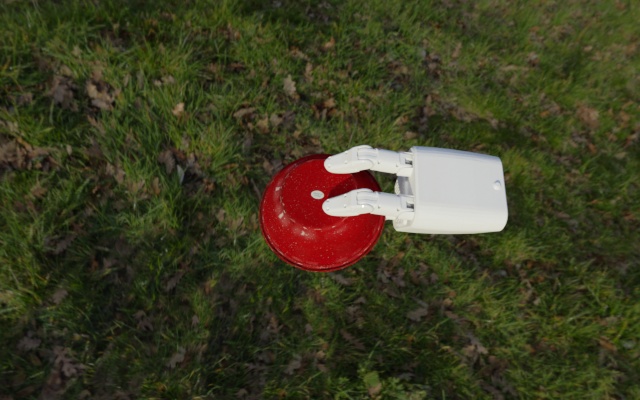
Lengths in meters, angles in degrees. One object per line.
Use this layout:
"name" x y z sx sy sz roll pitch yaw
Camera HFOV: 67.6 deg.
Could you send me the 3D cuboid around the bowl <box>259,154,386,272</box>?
"bowl" -0.001 0.002 0.582 0.162 0.162 0.055 0 -23 5
